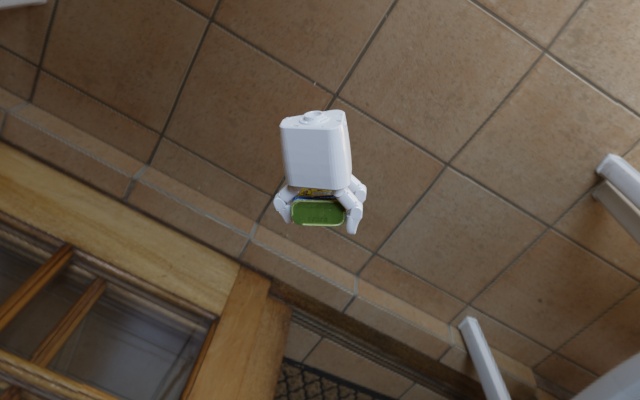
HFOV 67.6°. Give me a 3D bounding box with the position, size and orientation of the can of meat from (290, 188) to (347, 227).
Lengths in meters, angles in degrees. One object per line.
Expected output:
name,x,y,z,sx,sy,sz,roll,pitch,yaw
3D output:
can of meat,0.000,0.003,0.849,0.102,0.057,0.084,1,29,6
